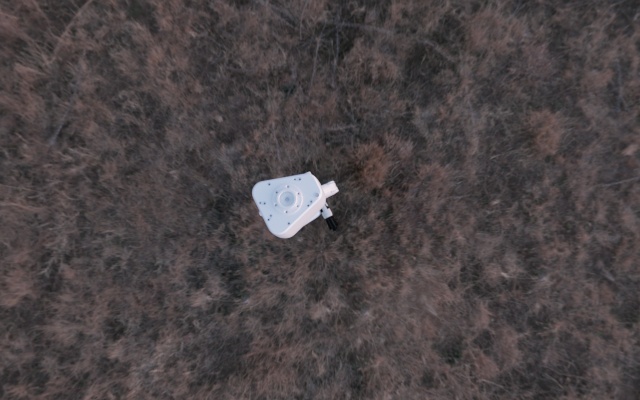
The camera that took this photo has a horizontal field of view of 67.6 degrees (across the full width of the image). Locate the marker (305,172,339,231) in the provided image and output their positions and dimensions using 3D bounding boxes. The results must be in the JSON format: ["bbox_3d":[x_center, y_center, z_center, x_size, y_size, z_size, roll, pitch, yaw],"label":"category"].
[{"bbox_3d":[0.000,0.003,0.895,0.020,0.121,0.020,-28,-6,-3],"label":"marker"}]
